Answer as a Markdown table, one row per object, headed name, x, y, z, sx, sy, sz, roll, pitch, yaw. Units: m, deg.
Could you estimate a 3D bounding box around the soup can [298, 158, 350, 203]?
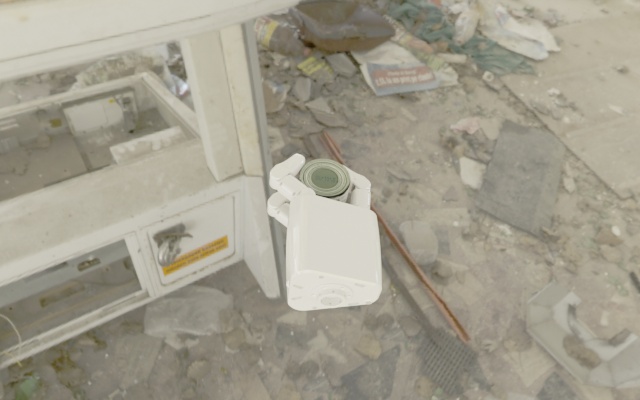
| name | x | y | z | sx | sy | sz | roll | pitch | yaw |
| --- | --- | --- | --- | --- | --- | --- | --- | --- | --- |
| soup can | 0.000 | 0.002 | 0.642 | 0.068 | 0.068 | 0.102 | 0 | -39 | -8 |
